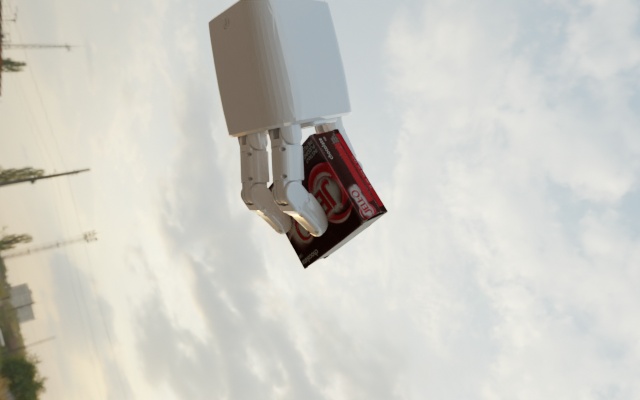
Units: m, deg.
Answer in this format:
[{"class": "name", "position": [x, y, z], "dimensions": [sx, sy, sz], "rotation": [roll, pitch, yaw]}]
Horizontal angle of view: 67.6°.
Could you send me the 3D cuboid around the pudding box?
[{"class": "pudding box", "position": [0.000, 0.001, 0.448], "dimensions": [0.039, 0.090, 0.113], "rotation": [-20, -16, -36]}]
